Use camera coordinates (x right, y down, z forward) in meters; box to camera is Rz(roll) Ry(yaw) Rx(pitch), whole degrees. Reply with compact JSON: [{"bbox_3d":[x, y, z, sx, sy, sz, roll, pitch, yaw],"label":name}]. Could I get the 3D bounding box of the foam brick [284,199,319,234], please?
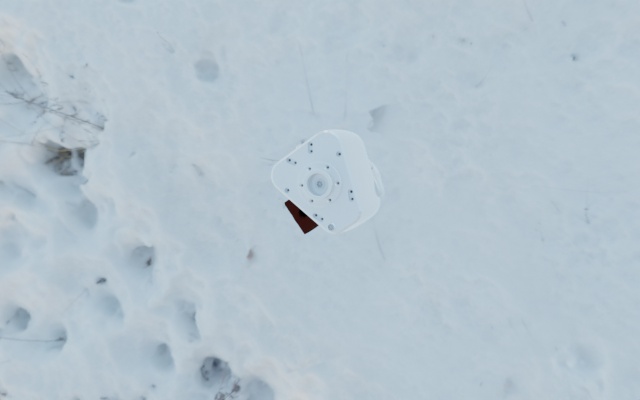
[{"bbox_3d":[0.000,0.002,0.652,0.078,0.053,0.051,-34,-2,16],"label":"foam brick"}]
